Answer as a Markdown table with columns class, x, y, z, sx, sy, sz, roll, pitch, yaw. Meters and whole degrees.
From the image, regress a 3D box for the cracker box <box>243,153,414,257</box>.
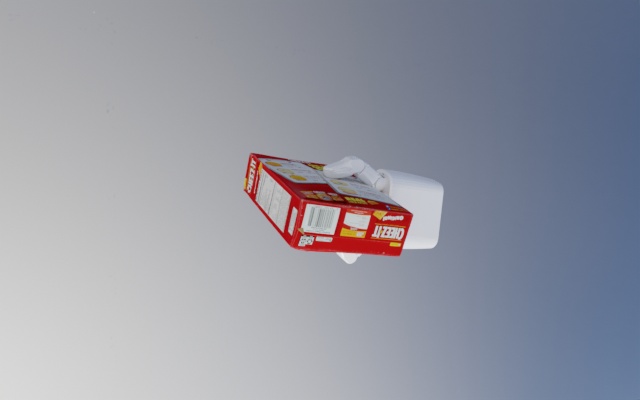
| class | x | y | z | sx | sy | sz | roll | pitch | yaw |
| --- | --- | --- | --- | --- | --- | --- | --- | --- | --- |
| cracker box | 0.000 | 0.002 | 0.673 | 0.164 | 0.072 | 0.213 | 7 | 16 | -27 |
